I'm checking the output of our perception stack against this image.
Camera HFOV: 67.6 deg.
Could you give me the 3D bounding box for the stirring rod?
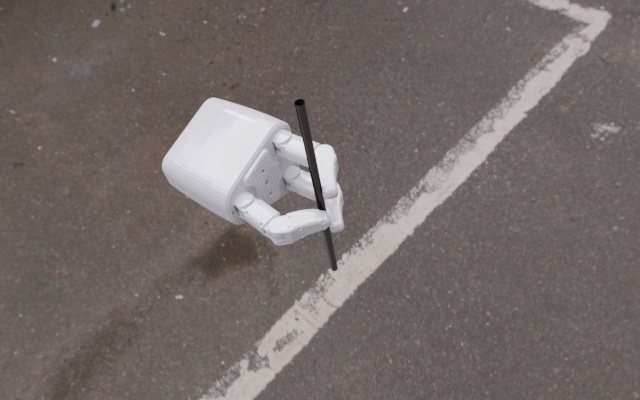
[{"bbox_3d":[0.000,0.002,0.454,0.011,0.011,0.240,0,-39,10],"label":"stirring rod"}]
